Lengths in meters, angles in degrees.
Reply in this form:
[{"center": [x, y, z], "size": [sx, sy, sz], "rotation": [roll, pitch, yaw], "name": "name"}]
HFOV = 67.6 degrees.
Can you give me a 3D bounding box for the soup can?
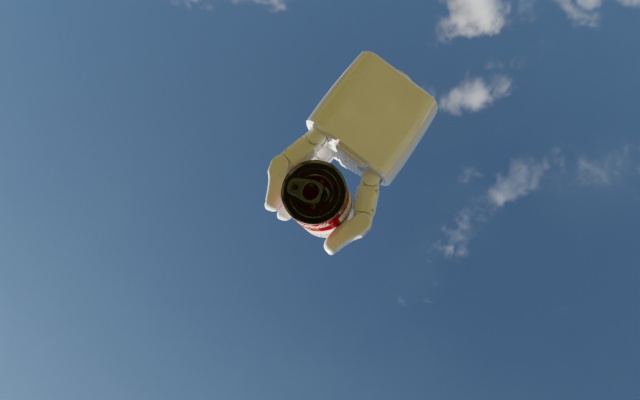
[{"center": [0.000, 0.002, 0.530], "size": [0.068, 0.068, 0.102], "rotation": [0, -12, 8], "name": "soup can"}]
